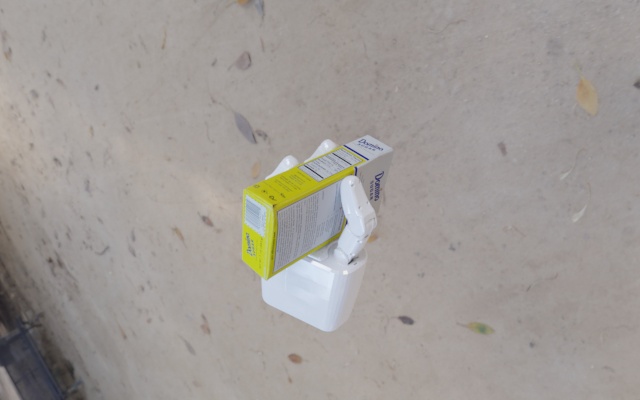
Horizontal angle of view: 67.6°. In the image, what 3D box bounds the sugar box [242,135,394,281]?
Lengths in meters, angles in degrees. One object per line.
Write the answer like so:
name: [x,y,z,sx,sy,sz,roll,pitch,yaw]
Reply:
sugar box: [0.000,0.002,0.499,0.048,0.093,0.176,33,43,29]
